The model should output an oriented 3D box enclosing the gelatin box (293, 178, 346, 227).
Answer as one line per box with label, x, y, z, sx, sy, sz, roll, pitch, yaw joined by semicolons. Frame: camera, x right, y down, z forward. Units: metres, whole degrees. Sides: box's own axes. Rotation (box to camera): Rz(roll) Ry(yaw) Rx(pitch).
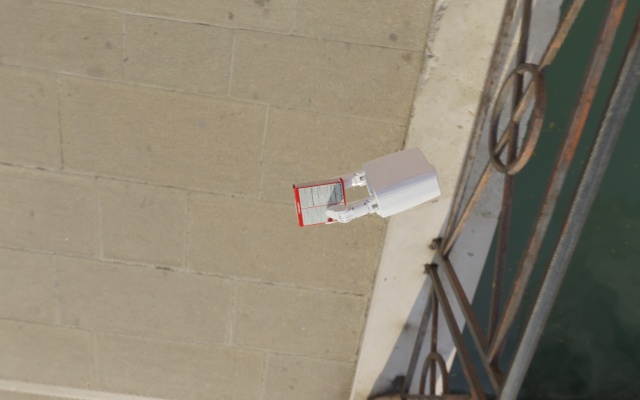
gelatin box;0.000;0.003;0.842;0.089;0.073;0.030;-9;19;-5
